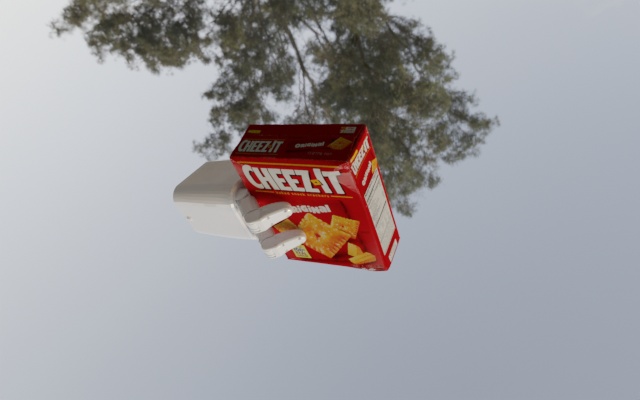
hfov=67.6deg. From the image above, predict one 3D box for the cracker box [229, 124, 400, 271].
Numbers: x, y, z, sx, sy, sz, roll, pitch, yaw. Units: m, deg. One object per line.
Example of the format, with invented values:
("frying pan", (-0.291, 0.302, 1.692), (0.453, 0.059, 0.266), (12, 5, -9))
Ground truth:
("cracker box", (0.000, 0.002, 0.630), (0.164, 0.072, 0.214), (4, -40, 27))
